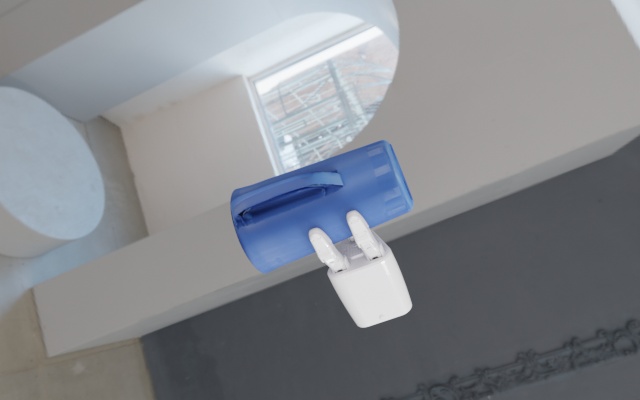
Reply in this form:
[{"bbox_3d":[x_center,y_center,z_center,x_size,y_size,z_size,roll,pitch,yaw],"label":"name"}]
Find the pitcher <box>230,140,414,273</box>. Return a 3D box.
[{"bbox_3d":[0.000,0.002,0.679,0.243,0.145,0.149,-21,21,11],"label":"pitcher"}]
